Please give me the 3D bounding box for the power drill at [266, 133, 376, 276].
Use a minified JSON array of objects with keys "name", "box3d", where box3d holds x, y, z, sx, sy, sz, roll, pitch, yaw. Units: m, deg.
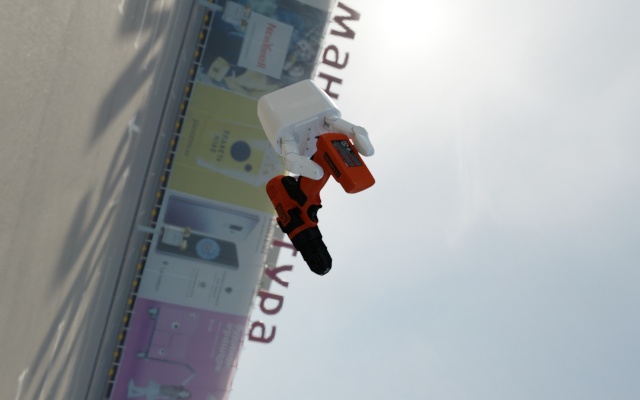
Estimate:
[{"name":"power drill","box3d":[0.000,0.002,0.738,0.057,0.184,0.188,-12,-26,-46]}]
